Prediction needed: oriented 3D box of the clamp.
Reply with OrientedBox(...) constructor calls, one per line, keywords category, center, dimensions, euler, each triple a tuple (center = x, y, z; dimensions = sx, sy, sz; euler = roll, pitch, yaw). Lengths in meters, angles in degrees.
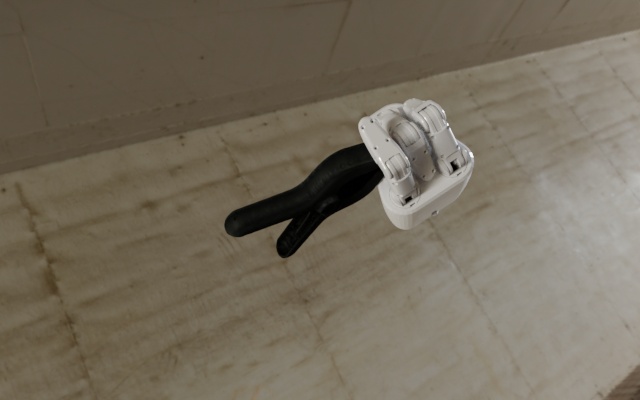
OrientedBox(category="clamp", center=(0.000, 0.001, 0.473), dimensions=(0.171, 0.039, 0.120), euler=(-29, -20, 2))
